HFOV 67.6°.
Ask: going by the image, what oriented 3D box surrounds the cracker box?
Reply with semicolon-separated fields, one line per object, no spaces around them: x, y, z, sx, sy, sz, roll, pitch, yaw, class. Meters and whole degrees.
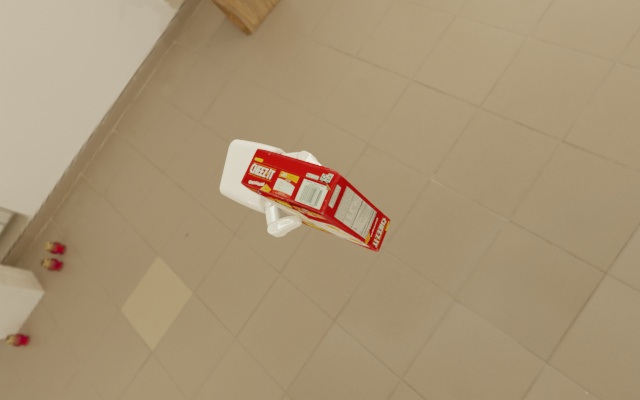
0.000;0.003;0.779;0.164;0.072;0.214;19;-9;33;cracker box
